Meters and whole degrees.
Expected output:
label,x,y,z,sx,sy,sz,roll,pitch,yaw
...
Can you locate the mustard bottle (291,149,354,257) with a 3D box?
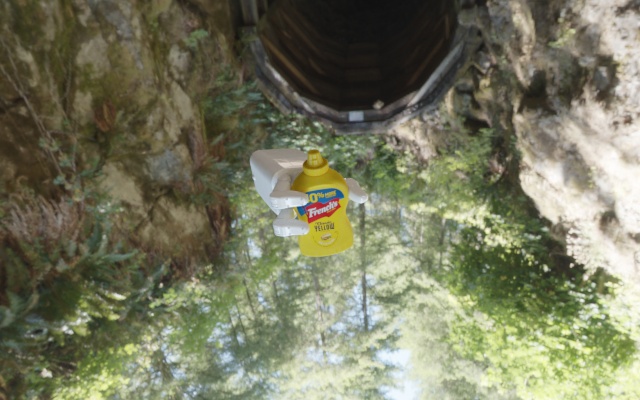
label,x,y,z,sx,sy,sz,roll,pitch,yaw
mustard bottle,0.000,0.003,0.794,0.096,0.192,0.058,-9,33,-1
